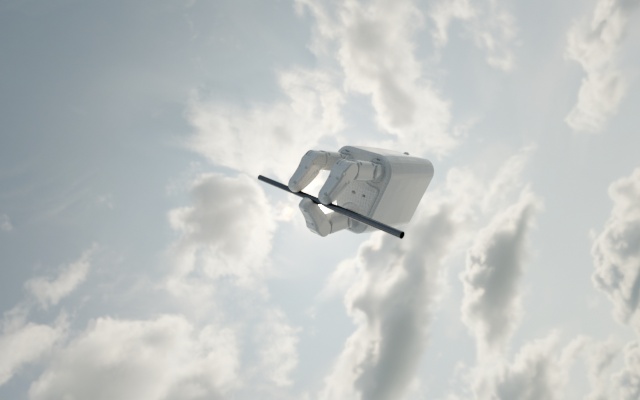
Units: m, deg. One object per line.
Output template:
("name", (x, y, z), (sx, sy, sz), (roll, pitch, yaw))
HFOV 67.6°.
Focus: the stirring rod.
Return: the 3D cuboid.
("stirring rod", (0.000, 0.002, 0.557), (0.011, 0.011, 0.239), (0, 16, -45))
